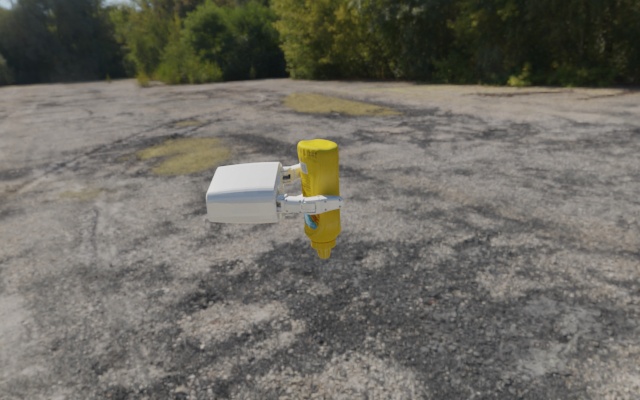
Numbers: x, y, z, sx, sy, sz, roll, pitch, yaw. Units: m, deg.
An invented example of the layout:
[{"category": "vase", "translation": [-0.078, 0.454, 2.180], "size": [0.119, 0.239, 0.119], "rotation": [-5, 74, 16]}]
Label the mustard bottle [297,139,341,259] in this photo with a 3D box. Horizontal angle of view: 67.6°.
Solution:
[{"category": "mustard bottle", "translation": [0.000, 0.002, 0.766], "size": [0.058, 0.192, 0.096], "rotation": [-9, 17, -20]}]
